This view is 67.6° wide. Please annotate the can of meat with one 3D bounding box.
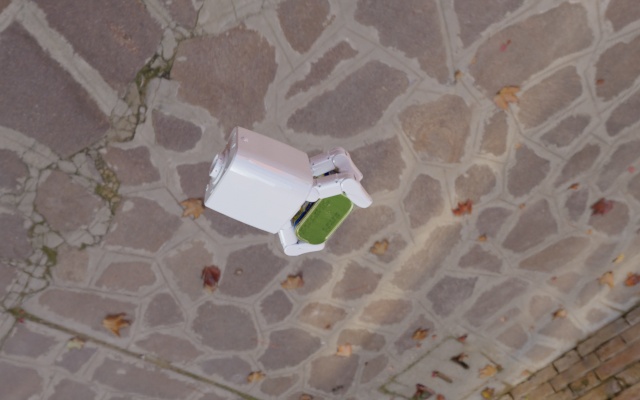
[{"bbox_3d":[0.000,0.003,0.683,0.057,0.102,0.084,27,25,-24],"label":"can of meat"}]
